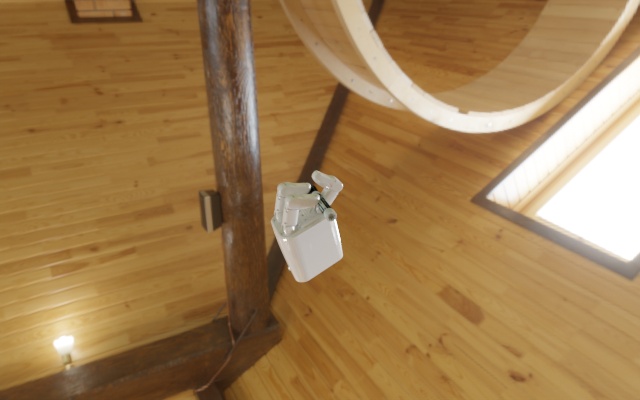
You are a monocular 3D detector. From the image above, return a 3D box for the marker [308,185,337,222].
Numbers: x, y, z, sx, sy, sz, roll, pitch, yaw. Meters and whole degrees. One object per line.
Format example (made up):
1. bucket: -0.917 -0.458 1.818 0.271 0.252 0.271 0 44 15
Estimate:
1. marker: 0.000 0.003 0.838 0.020 0.020 0.121 0 24 -19
